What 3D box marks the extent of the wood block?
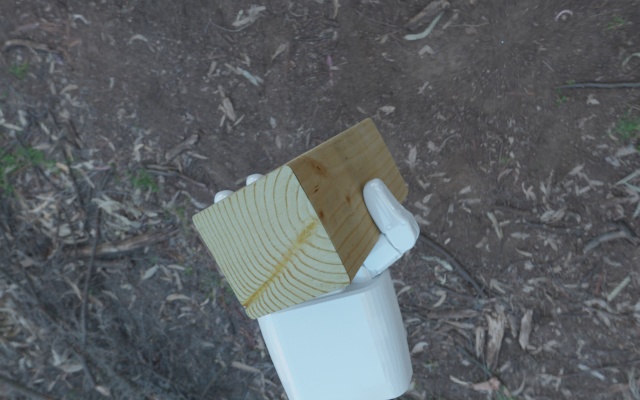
[{"bbox_3d":[0.000,0.002,0.412,0.091,0.090,0.206,-25,7,26],"label":"wood block"}]
